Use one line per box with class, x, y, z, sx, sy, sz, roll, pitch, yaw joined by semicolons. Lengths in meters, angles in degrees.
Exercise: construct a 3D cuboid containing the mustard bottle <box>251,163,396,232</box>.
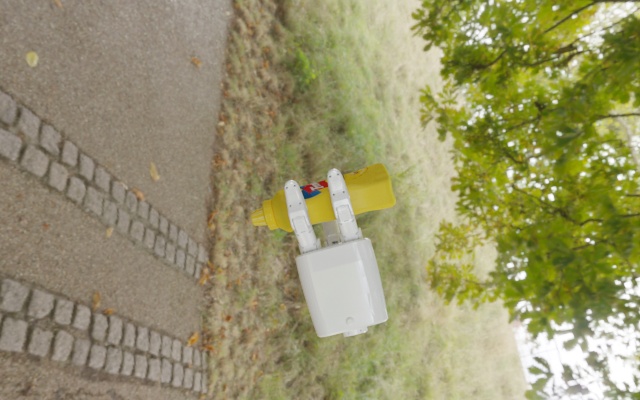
mustard bottle;0.000;0.002;0.643;0.191;0.058;0.096;-15;14;4
